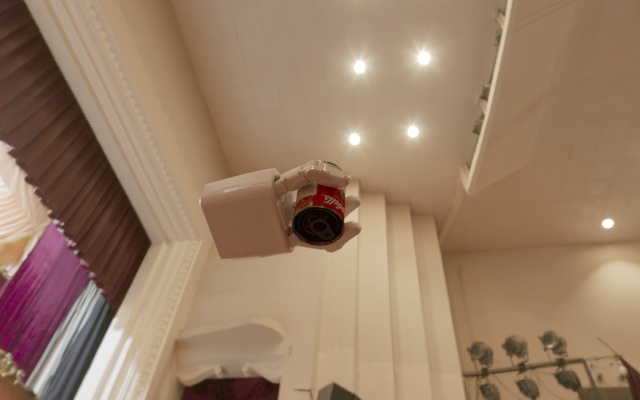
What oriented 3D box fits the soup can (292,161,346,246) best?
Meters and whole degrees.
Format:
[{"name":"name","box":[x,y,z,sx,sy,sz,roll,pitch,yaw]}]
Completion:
[{"name":"soup can","box":[0.001,0.002,0.646,0.068,0.069,0.102,0,39,5]}]
